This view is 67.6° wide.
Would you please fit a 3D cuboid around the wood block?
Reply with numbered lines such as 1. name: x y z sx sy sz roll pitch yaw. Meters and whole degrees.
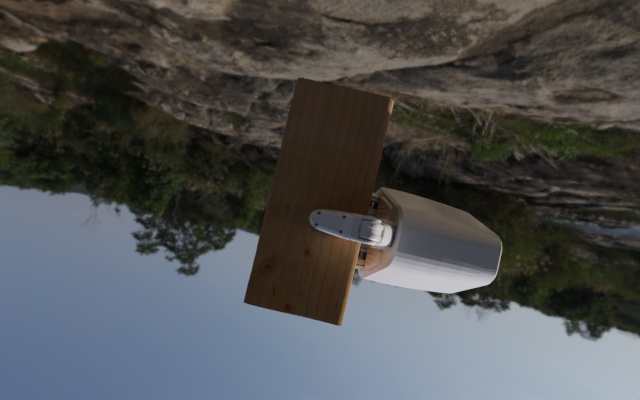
1. wood block: 0.000 0.002 0.461 0.090 0.206 0.091 13 -3 2
